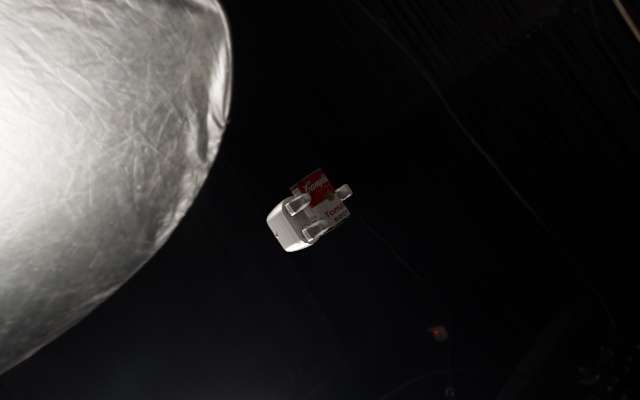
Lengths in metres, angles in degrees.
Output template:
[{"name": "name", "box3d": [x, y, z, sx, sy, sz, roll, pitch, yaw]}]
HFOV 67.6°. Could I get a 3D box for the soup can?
[{"name": "soup can", "box3d": [0.001, 0.003, 0.858, 0.068, 0.102, 0.068, -33, 0, 0]}]
